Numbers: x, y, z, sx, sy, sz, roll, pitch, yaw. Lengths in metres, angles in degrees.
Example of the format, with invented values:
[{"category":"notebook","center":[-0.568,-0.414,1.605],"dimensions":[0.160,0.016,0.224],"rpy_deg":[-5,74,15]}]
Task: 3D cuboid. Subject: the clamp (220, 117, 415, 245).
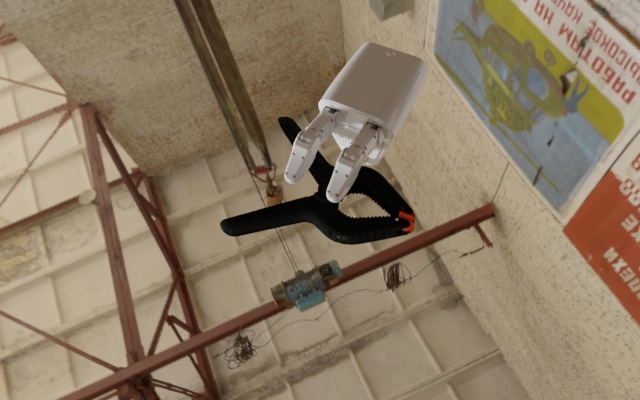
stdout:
[{"category":"clamp","center":[0.001,0.002,0.537],"dimensions":[0.210,0.164,0.036],"rpy_deg":[25,-19,20]}]
